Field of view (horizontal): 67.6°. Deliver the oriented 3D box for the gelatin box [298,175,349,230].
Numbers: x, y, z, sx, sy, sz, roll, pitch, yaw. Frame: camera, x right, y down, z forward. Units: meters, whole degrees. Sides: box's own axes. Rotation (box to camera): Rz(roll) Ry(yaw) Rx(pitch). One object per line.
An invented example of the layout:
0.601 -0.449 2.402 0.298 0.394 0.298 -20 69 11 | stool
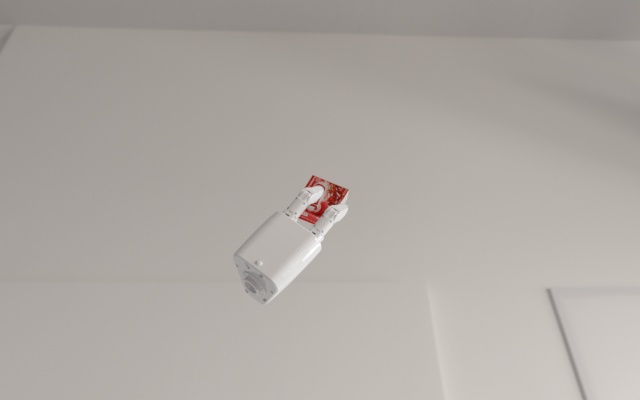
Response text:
0.000 0.003 0.846 0.073 0.030 0.089 22 48 10 | gelatin box
